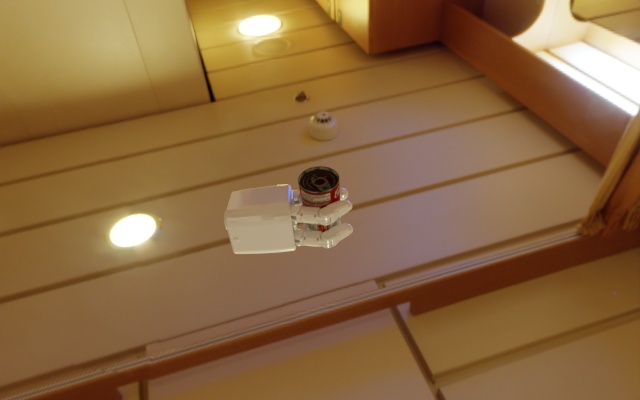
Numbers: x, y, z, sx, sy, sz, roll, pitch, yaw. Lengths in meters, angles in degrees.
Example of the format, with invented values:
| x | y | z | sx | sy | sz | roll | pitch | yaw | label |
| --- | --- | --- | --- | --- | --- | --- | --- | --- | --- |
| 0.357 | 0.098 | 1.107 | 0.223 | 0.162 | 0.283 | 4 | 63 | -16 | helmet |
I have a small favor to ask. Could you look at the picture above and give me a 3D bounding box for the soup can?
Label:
| x | y | z | sx | sy | sz | roll | pitch | yaw | label |
| --- | --- | --- | --- | --- | --- | --- | --- | --- | --- |
| 0.001 | 0.003 | 0.810 | 0.068 | 0.102 | 0.068 | -3 | 41 | 2 | soup can |
